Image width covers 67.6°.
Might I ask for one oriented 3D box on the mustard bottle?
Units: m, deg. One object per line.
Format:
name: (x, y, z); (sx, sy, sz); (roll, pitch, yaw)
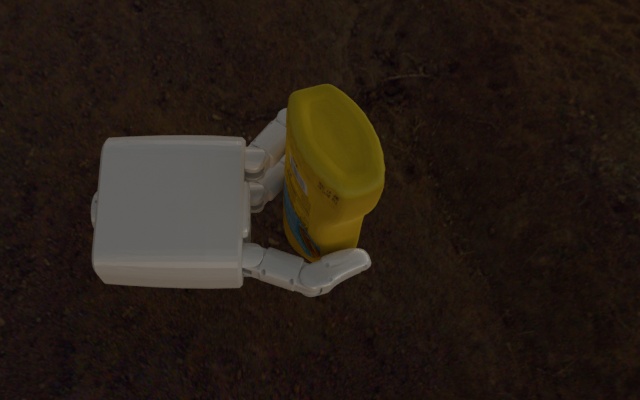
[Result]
mustard bottle: (0.000, 0.001, 0.400); (0.058, 0.096, 0.192); (-20, -25, -17)
